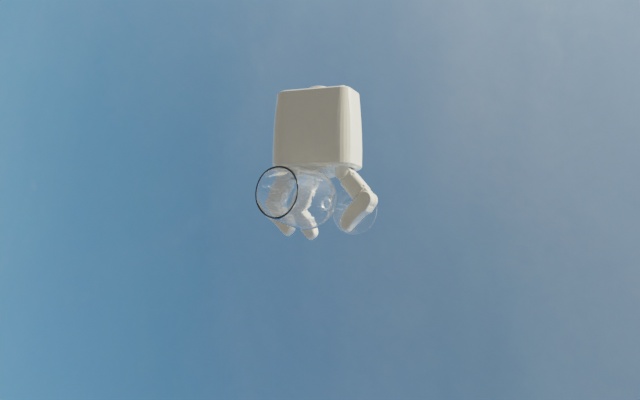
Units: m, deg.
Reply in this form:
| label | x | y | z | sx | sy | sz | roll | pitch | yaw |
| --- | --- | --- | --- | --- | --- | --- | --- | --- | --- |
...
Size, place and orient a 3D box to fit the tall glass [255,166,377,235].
| label | x | y | z | sx | sy | sz | roll | pitch | yaw |
| --- | --- | --- | --- | --- | --- | --- | --- | --- | --- |
| tall glass | 0.001 | 0.002 | 0.631 | 0.079 | 0.079 | 0.201 | 0 | -7 | 31 |
